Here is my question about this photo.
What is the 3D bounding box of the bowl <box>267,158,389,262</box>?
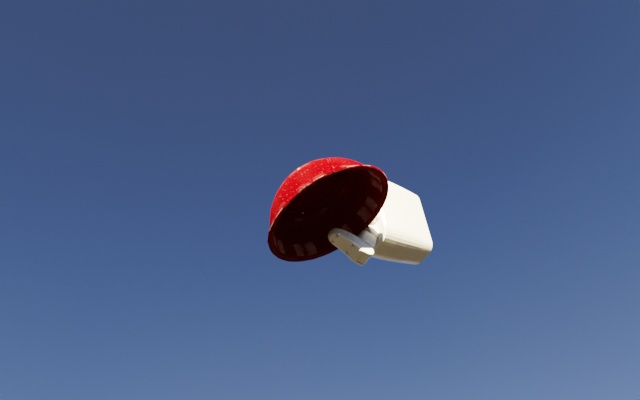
[{"bbox_3d":[-0.001,0.001,0.575,0.162,0.055,0.162,-23,-34,-17],"label":"bowl"}]
